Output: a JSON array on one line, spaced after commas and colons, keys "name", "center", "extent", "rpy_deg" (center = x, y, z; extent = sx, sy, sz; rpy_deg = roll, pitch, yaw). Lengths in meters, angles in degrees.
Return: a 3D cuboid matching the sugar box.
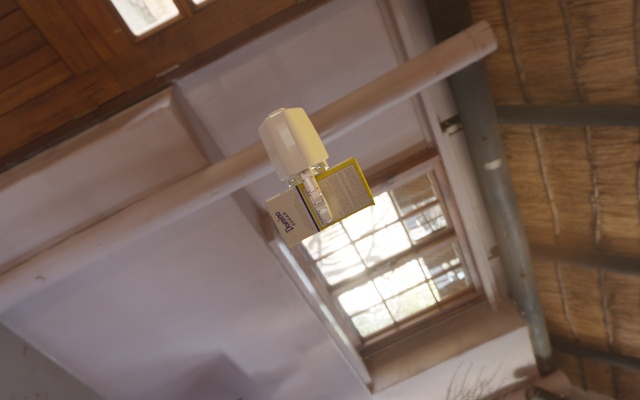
[{"name": "sugar box", "center": [0.000, 0.003, 0.849], "extent": [0.176, 0.093, 0.048], "rpy_deg": [-26, 7, 4]}]
